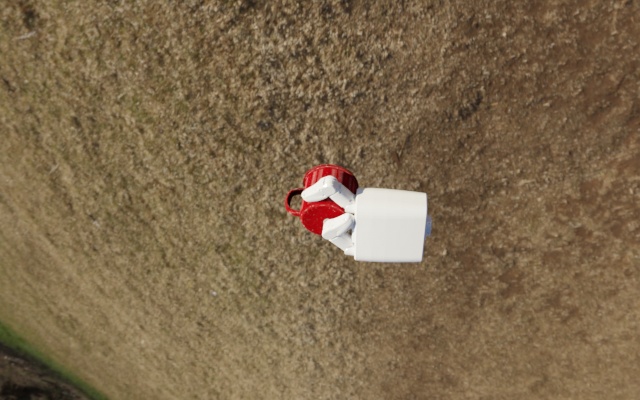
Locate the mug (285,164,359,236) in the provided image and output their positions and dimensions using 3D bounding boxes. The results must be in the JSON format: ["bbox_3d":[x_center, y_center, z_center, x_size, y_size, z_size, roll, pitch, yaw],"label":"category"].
[{"bbox_3d":[-0.001,0.003,0.768,0.117,0.081,0.093,2,-42,8],"label":"mug"}]
